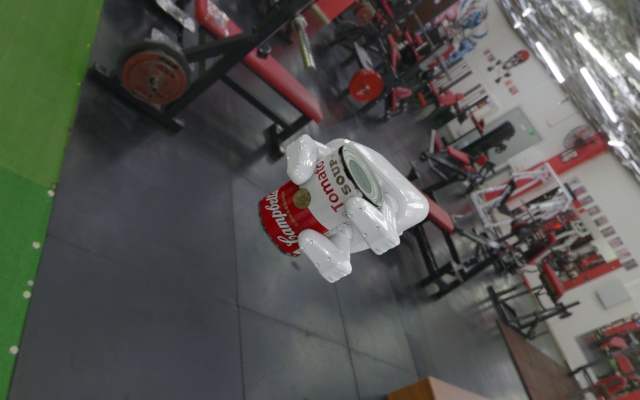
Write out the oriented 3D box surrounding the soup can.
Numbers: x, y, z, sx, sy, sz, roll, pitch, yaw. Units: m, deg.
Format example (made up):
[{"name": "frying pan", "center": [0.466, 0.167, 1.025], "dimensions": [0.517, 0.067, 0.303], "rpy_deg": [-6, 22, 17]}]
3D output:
[{"name": "soup can", "center": [0.000, 0.001, 0.451], "dimensions": [0.102, 0.068, 0.068], "rpy_deg": [-32, -14, 23]}]
